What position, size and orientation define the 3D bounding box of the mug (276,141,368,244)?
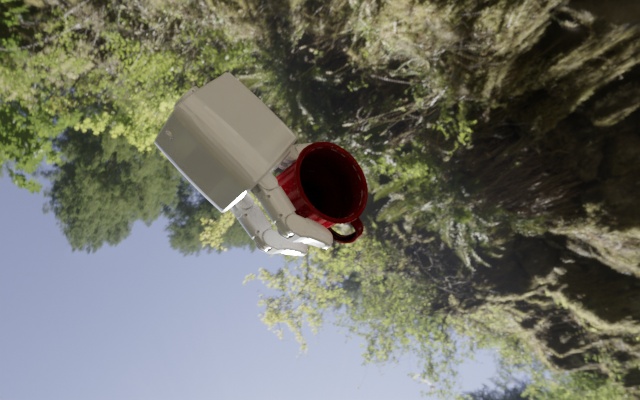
[{"bbox_3d":[0.001,0.003,0.536,0.081,0.117,0.093,-31,15,51],"label":"mug"}]
